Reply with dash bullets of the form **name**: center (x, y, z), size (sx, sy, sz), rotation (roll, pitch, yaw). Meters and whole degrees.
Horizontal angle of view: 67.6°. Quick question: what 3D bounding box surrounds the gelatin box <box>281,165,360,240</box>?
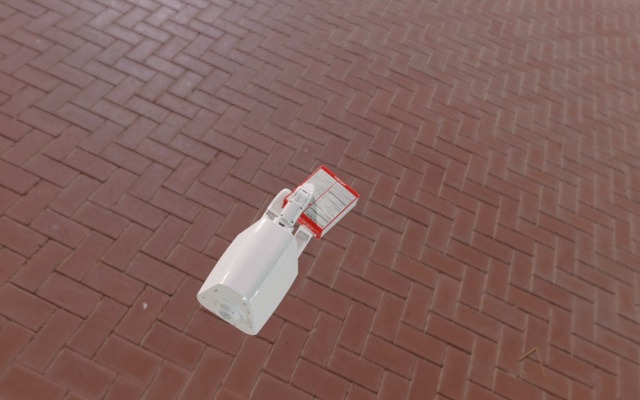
- **gelatin box**: center (0.000, 0.002, 0.687), size (0.089, 0.073, 0.030), rotation (-42, -16, -29)
